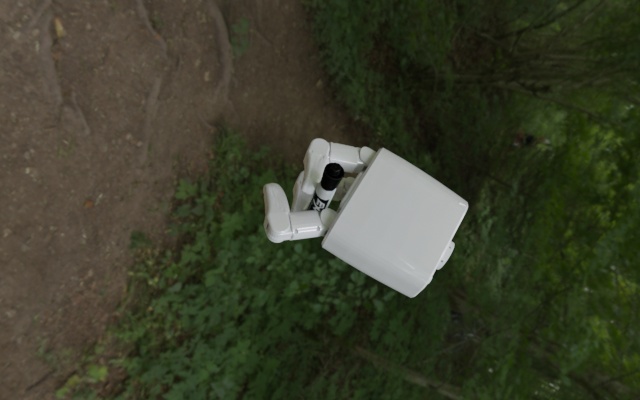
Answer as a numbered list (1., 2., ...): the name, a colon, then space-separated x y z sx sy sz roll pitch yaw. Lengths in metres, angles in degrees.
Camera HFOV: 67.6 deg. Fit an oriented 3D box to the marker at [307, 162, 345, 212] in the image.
1. marker: 0.000 0.001 0.465 0.020 0.020 0.121 0 -30 -16
